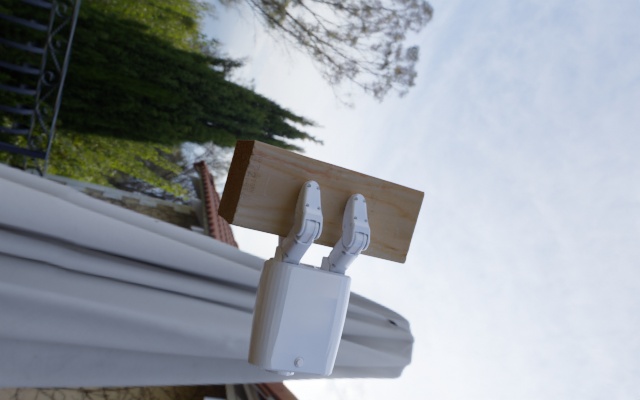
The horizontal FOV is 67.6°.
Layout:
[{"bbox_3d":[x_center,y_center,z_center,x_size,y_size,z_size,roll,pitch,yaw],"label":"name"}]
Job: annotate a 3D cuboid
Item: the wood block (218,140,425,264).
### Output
[{"bbox_3d":[0.000,0.002,0.546,0.206,0.090,0.091,15,1,-23],"label":"wood block"}]
